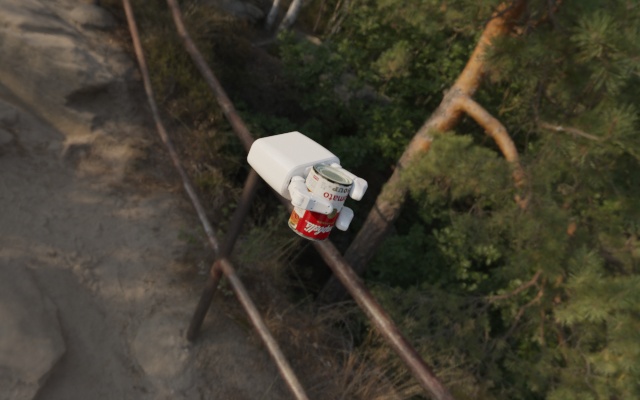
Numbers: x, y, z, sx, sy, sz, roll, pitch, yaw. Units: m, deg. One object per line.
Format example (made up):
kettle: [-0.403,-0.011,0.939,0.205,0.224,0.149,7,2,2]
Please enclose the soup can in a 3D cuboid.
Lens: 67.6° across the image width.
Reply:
soup can: [0.000,0.002,0.739,0.068,0.102,0.068,21,21,-8]
